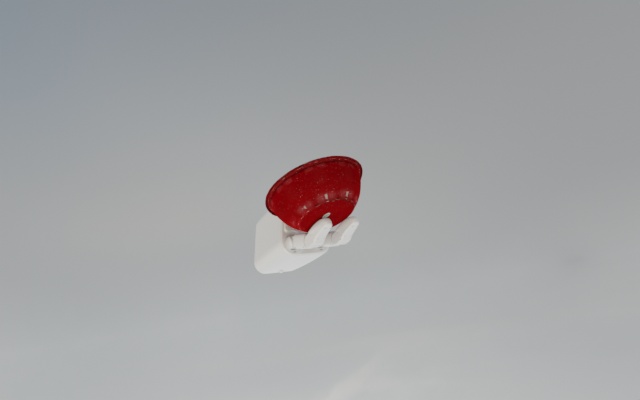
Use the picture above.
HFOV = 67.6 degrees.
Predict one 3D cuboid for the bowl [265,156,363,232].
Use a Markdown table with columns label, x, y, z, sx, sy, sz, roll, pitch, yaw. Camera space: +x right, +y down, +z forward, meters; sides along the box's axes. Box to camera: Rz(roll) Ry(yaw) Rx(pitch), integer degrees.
| label | x | y | z | sx | sy | sz | roll | pitch | yaw |
| --- | --- | --- | --- | --- | --- | --- | --- | --- | --- |
| bowl | 0.001 | 0.002 | 0.730 | 0.162 | 0.055 | 0.162 | -18 | -28 | -10 |
